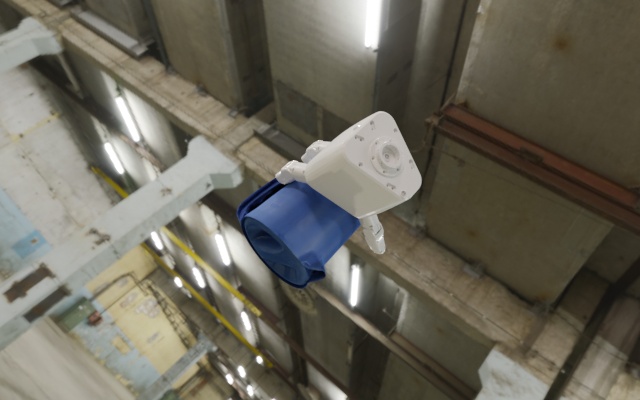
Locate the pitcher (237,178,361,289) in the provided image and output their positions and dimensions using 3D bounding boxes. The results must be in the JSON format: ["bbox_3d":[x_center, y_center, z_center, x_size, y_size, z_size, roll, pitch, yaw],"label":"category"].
[{"bbox_3d":[0.000,0.002,0.733,0.242,0.149,0.145,-42,7,-27],"label":"pitcher"}]
